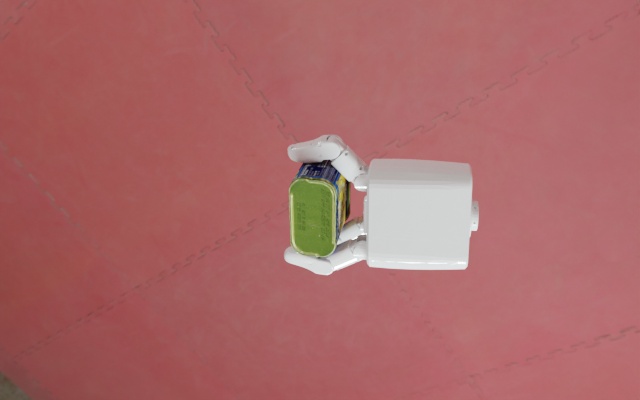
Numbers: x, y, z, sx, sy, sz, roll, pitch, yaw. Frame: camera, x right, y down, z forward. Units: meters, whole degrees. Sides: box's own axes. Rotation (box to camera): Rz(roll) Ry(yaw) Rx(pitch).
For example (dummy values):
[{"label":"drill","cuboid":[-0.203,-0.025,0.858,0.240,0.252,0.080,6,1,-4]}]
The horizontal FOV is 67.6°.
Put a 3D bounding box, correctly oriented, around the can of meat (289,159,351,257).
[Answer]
[{"label":"can of meat","cuboid":[0.000,0.002,0.542,0.057,0.102,0.084,5,29,11]}]
